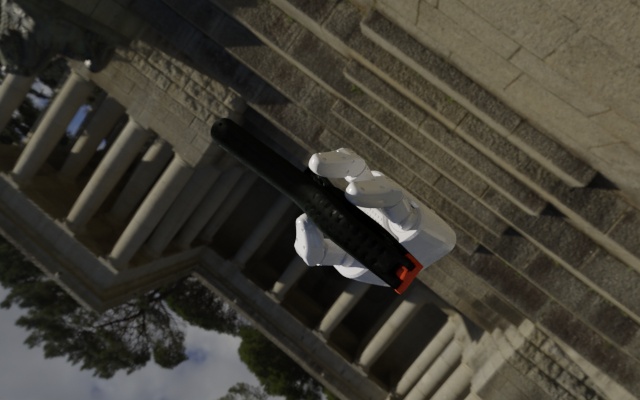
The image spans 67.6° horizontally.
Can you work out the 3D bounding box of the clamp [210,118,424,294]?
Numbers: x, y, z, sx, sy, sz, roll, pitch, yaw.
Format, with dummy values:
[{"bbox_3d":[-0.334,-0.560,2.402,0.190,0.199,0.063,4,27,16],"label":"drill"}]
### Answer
[{"bbox_3d":[0.000,0.002,0.426,0.164,0.036,0.210,24,15,-50],"label":"clamp"}]
